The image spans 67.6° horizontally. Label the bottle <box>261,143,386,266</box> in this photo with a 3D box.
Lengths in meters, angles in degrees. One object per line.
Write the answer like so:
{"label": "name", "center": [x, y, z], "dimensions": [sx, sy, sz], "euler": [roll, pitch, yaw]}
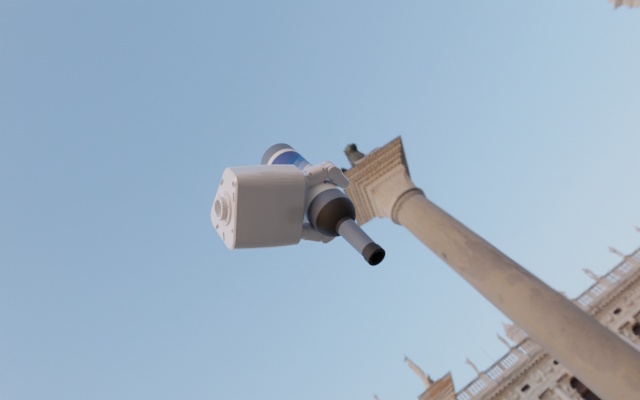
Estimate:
{"label": "bottle", "center": [0.000, 0.002, 0.722], "dimensions": [0.069, 0.069, 0.295], "euler": [0, 29, -35]}
